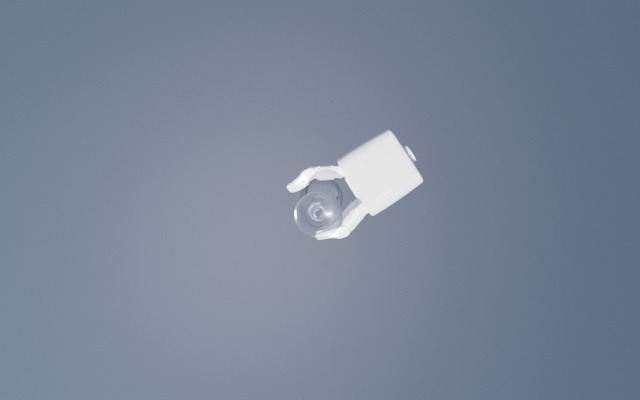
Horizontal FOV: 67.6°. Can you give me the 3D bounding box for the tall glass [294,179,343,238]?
[{"bbox_3d":[0.000,0.003,0.834,0.079,0.079,0.201,0,12,2],"label":"tall glass"}]
